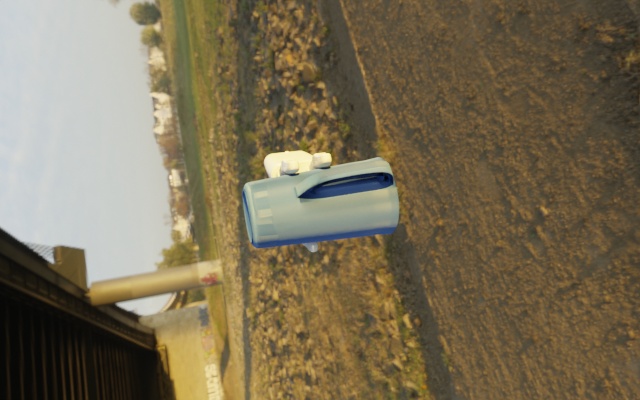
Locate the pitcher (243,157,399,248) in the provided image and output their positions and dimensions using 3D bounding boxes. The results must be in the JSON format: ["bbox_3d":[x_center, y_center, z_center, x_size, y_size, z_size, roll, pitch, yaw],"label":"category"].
[{"bbox_3d":[0.000,0.003,0.785,0.243,0.149,0.145,-9,20,-14],"label":"pitcher"}]
